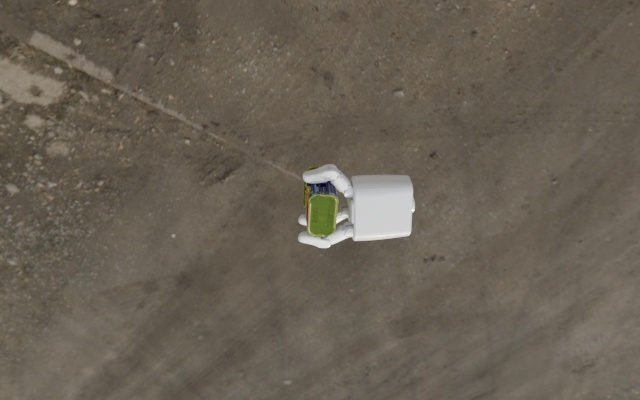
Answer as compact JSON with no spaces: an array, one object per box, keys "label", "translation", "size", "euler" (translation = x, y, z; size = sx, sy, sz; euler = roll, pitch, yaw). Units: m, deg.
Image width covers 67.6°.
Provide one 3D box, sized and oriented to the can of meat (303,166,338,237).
[{"label":"can of meat","translation":[0.000,0.003,0.860],"size":[0.057,0.102,0.084],"euler":[-1,37,-6]}]
